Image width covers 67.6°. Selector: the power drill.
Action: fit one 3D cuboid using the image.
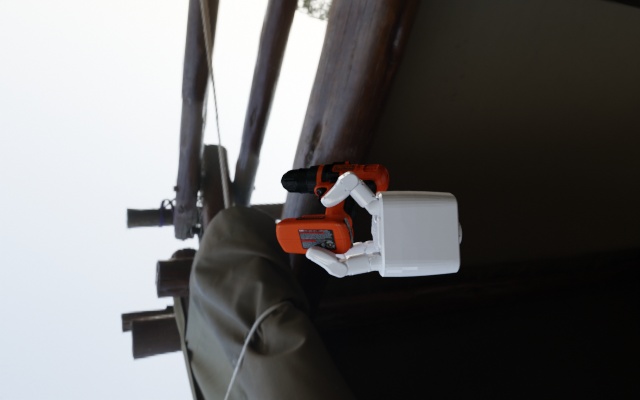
[{"bbox_3d":[0.000,0.003,0.728,0.184,0.057,0.187,-2,34,22],"label":"power drill"}]
